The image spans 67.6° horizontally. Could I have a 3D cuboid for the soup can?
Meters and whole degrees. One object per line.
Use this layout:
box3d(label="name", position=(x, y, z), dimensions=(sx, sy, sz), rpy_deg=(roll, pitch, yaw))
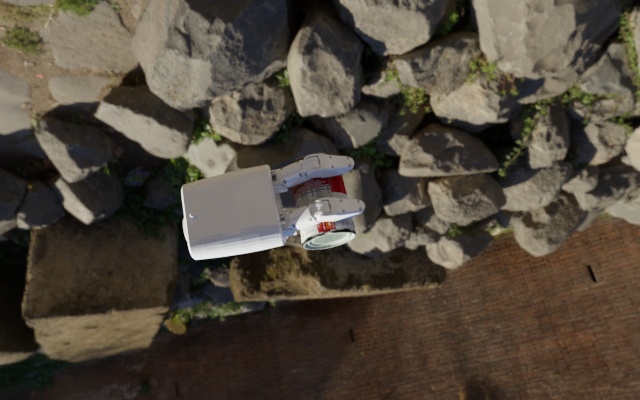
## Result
box3d(label="soup can", position=(0.001, 0.002, 0.584), dimensions=(0.068, 0.102, 0.068), rpy_deg=(-11, -19, -4))
